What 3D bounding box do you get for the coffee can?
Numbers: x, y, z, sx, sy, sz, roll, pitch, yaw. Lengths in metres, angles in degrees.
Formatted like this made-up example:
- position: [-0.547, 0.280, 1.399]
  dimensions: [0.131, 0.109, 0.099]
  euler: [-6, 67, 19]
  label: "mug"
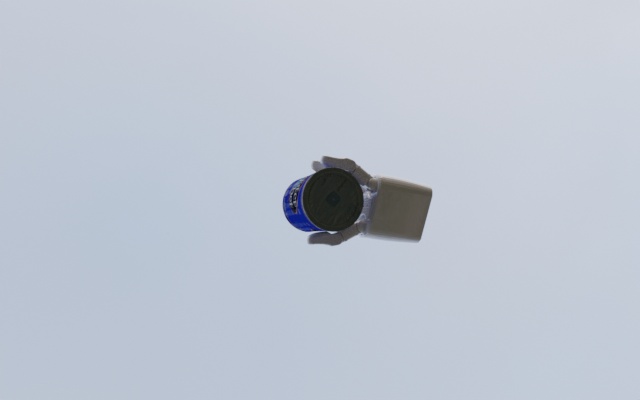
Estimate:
- position: [0.000, 0.003, 0.815]
  dimensions: [0.103, 0.103, 0.140]
  euler: [0, -4, -18]
  label: "coffee can"
